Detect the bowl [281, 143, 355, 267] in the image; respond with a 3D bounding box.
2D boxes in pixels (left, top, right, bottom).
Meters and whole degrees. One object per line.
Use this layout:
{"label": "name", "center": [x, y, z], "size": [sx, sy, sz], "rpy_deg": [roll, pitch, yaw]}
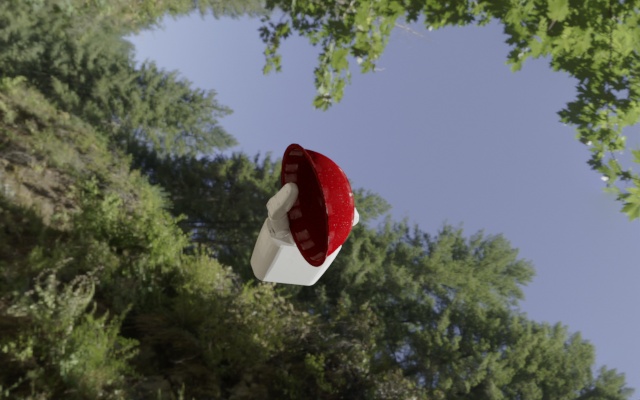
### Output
{"label": "bowl", "center": [0.001, 0.001, 0.621], "size": [0.055, 0.162, 0.162], "rpy_deg": [-12, 4, -20]}
